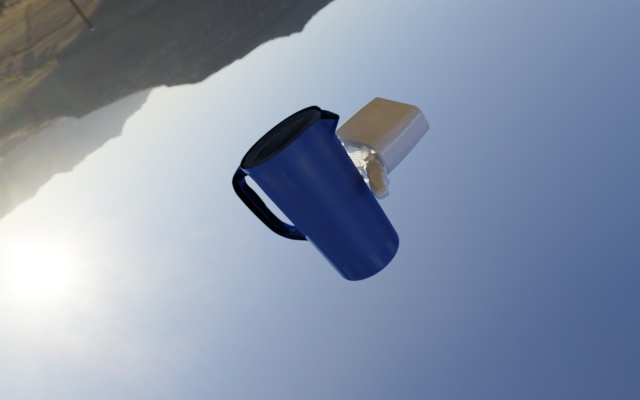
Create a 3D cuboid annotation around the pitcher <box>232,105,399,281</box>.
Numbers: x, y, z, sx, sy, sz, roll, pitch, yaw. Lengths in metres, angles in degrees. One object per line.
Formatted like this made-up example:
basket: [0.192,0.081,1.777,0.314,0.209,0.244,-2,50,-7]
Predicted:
pitcher: [0.000,0.002,0.682,0.145,0.243,0.149,-46,24,-20]
